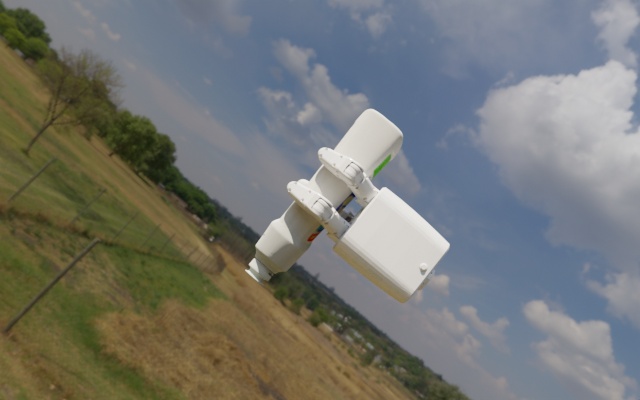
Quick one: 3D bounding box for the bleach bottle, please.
[{"bbox_3d":[0.000,0.002,0.606,0.068,0.251,0.102,40,-10,6],"label":"bleach bottle"}]
